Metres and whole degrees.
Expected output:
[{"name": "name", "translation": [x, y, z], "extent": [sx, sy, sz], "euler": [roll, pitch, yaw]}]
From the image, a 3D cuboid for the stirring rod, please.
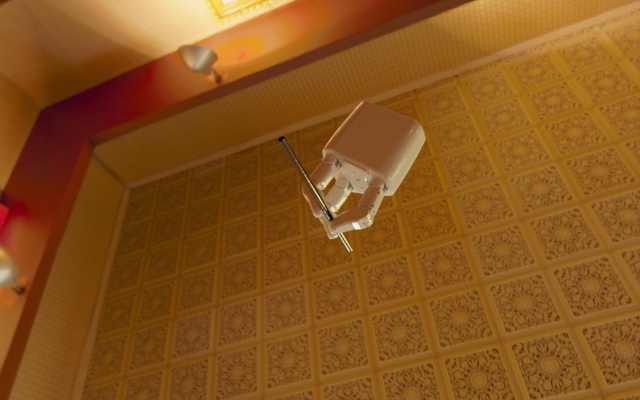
[{"name": "stirring rod", "translation": [0.000, 0.002, 0.617], "extent": [0.011, 0.011, 0.240], "euler": [0, -36, 26]}]
